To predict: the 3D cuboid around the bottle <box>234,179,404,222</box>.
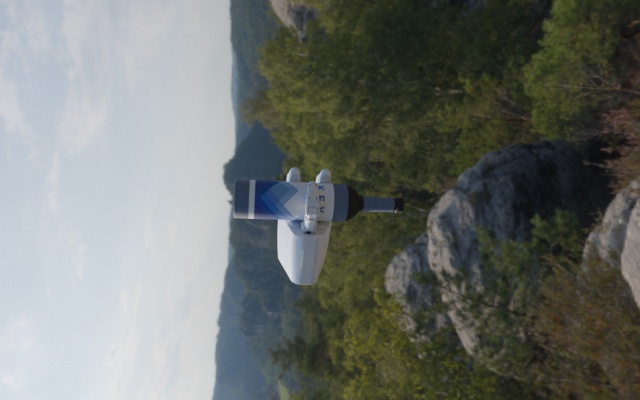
[{"bbox_3d":[0.000,0.003,0.833,0.296,0.069,0.069,2,0,-8],"label":"bottle"}]
